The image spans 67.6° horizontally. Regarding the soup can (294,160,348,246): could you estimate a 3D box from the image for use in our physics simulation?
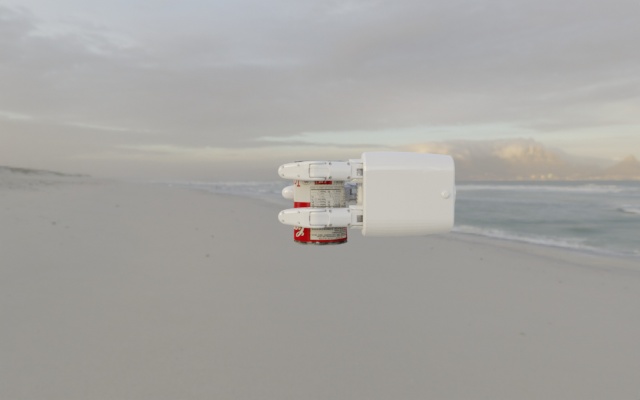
[{"bbox_3d":[0.000,0.002,0.600,0.068,0.102,0.068,0,2,0],"label":"soup can"}]
